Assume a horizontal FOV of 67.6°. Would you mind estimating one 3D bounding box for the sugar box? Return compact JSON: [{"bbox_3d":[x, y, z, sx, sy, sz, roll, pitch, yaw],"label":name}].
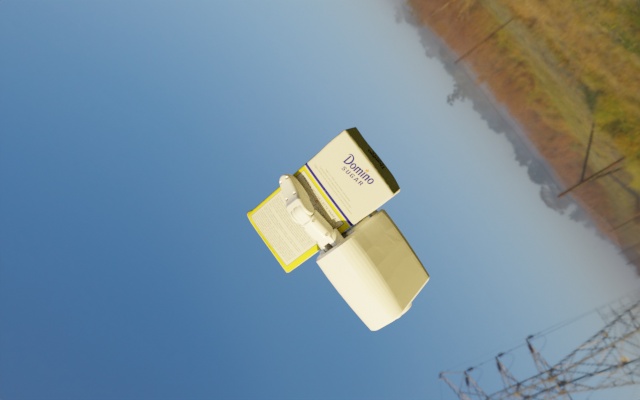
[{"bbox_3d":[0.000,0.002,0.576,0.176,0.093,0.048,-38,-3,25],"label":"sugar box"}]
